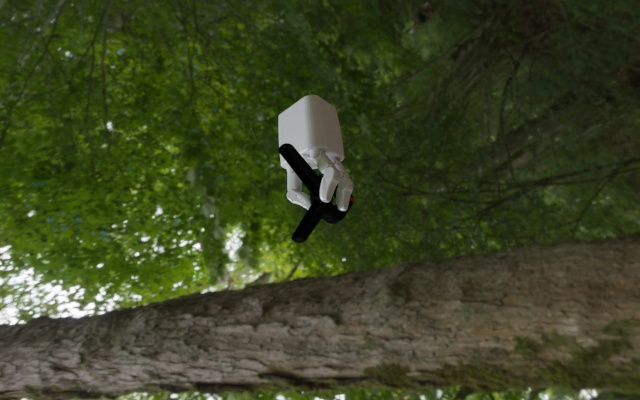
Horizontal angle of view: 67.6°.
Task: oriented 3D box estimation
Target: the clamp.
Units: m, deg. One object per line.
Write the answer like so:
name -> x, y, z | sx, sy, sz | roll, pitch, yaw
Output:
clamp -> 0.000, 0.003, 0.841 | 0.036, 0.164, 0.210 | -14, -18, 30
